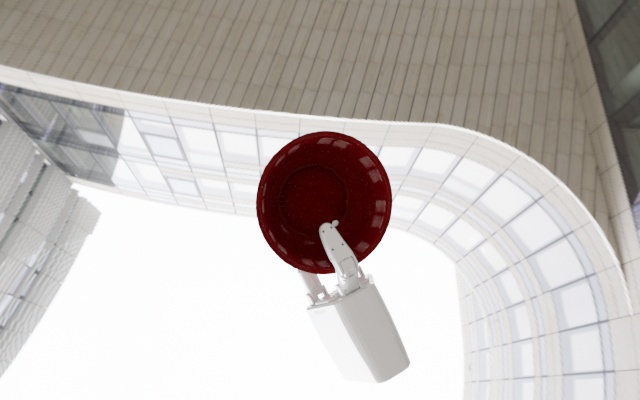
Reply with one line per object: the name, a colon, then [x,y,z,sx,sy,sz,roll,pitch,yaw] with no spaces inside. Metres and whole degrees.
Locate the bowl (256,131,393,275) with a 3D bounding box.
bowl: [0.000,0.000,0.559,0.162,0.162,0.055,0,3,-17]
